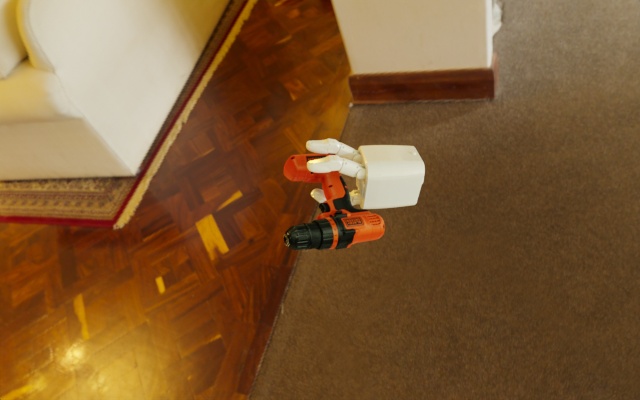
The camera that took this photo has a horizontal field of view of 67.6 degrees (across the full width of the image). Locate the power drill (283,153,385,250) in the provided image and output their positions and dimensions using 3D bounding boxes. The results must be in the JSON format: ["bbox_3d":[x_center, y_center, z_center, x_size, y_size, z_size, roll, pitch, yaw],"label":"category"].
[{"bbox_3d":[0.000,0.002,0.833,0.184,0.187,0.057,-5,-37,-29],"label":"power drill"}]
